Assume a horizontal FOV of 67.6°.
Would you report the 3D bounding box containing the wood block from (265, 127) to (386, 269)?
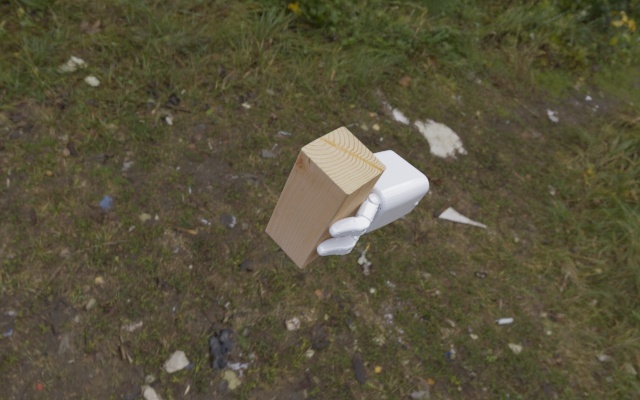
[{"bbox_3d":[0.000,0.002,0.714,0.090,0.091,0.206,-33,-18,-37],"label":"wood block"}]
